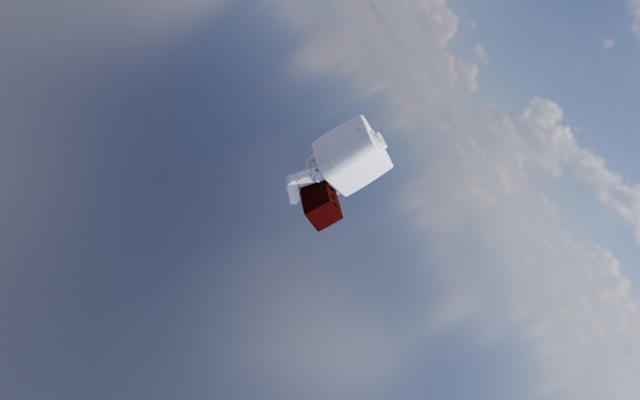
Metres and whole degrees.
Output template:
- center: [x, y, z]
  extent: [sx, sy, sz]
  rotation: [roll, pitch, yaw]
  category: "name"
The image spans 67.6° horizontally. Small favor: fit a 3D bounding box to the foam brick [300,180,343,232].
- center: [0.000, 0.003, 0.836]
  extent: [0.051, 0.078, 0.053]
  rotation: [-27, -48, 13]
  category: "foam brick"
